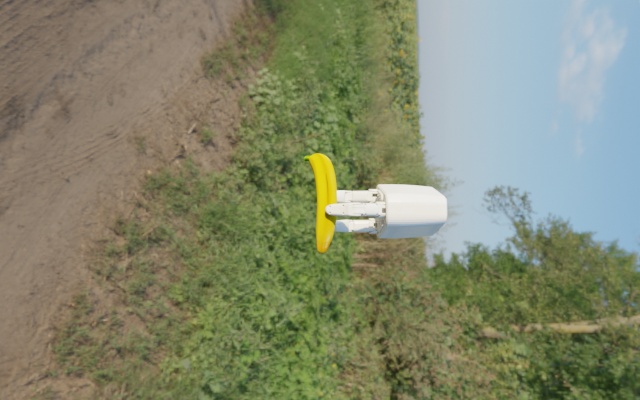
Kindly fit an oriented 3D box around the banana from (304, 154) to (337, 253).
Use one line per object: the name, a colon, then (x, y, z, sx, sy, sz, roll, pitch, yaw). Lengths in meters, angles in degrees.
banana: (0.005, -0.009, 0.845, 0.037, 0.197, 0.070, 2, -27, -19)
